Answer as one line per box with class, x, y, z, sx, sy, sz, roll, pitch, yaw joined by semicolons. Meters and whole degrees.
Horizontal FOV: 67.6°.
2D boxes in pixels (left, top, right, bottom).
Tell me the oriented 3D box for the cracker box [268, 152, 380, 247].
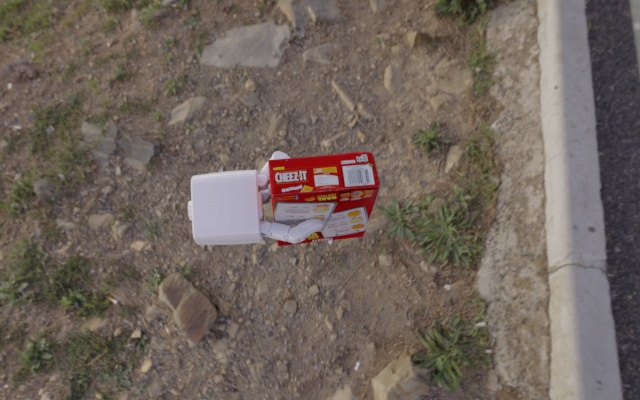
cracker box;0.000;0.003;0.805;0.164;0.072;0.214;-6;-24;-5
